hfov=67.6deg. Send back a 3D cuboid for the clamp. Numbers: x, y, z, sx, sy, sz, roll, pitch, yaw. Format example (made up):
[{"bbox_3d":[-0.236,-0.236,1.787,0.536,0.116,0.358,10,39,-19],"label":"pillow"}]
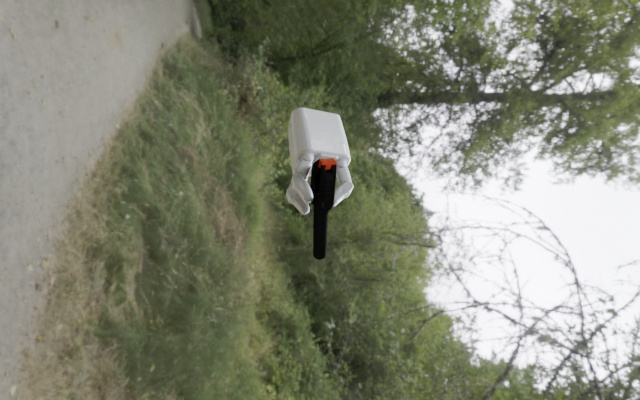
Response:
[{"bbox_3d":[0.001,0.002,0.875,0.036,0.164,0.210,-5,-27,-13],"label":"clamp"}]
